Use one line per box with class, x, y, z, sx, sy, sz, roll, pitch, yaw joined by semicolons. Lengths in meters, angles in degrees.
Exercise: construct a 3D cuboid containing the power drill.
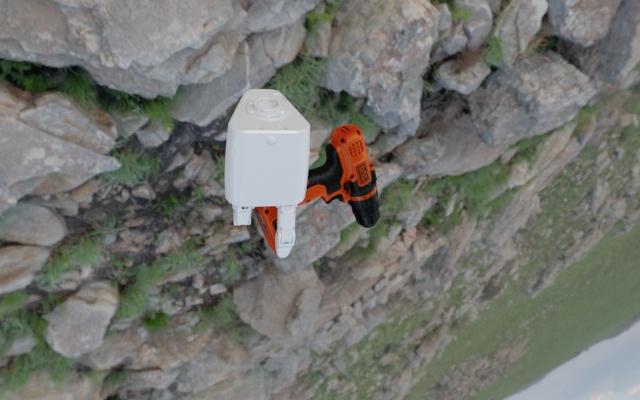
power drill;0.000;0.002;0.700;0.187;0.185;0.057;-31;38;-16
